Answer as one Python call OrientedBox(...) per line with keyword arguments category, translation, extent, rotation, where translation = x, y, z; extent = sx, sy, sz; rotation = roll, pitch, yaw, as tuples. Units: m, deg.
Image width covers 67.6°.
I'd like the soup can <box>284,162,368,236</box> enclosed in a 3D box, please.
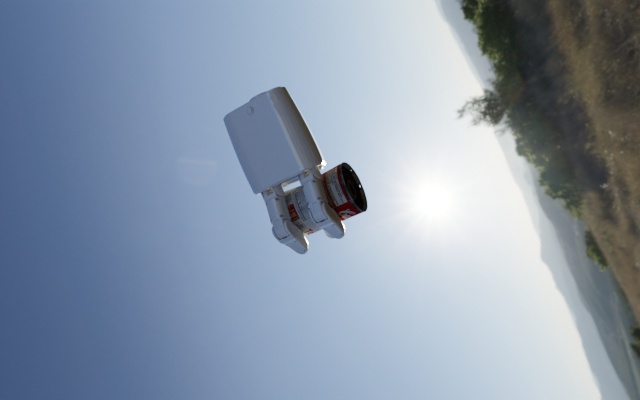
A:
OrientedBox(category="soup can", translation=(0.000, 0.003, 0.616), extent=(0.102, 0.068, 0.068), rotation=(-24, -9, 21))
